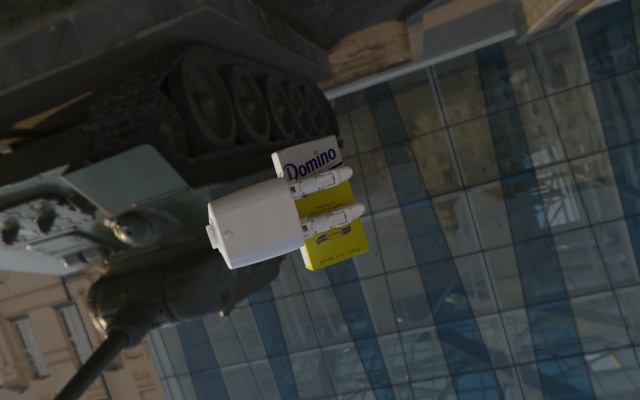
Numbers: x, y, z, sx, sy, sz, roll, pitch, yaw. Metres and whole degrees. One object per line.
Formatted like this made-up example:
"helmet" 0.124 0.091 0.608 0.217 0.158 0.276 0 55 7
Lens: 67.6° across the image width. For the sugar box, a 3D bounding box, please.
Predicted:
"sugar box" 0.000 0.002 0.692 0.093 0.176 0.048 -19 5 -16
